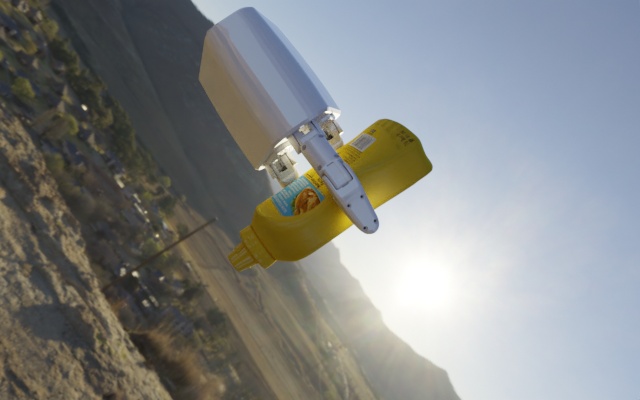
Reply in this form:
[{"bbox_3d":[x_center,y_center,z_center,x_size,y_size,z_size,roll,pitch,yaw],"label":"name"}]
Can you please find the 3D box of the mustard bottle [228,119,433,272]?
[{"bbox_3d":[0.000,0.002,0.431,0.191,0.058,0.096,-35,25,-4],"label":"mustard bottle"}]
